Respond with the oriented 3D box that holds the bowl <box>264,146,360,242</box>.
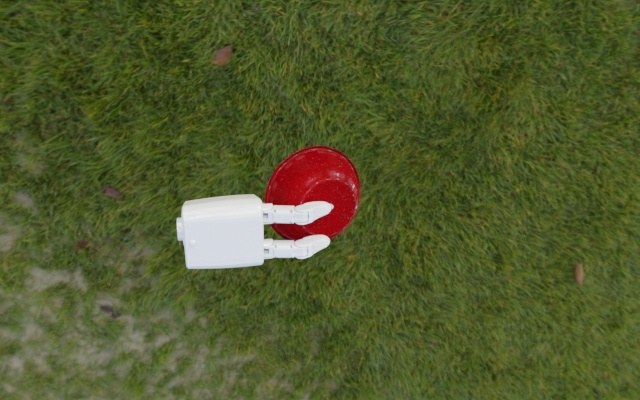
[{"bbox_3d":[0.001,0.002,0.720,0.162,0.162,0.055,0,20,-26],"label":"bowl"}]
